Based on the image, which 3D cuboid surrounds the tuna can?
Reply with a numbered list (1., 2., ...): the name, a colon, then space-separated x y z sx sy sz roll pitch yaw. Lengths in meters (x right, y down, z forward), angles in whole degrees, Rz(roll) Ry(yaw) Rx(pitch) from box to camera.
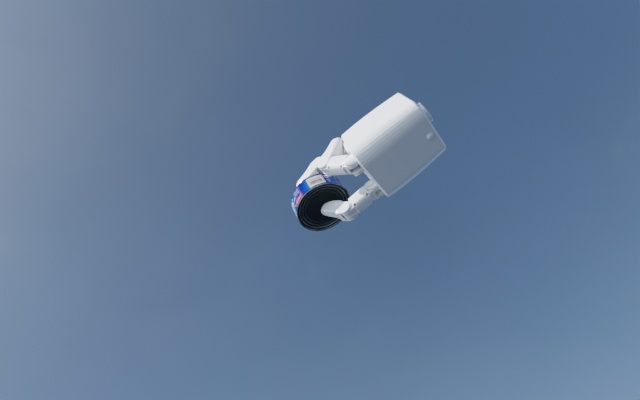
1. tuna can: 0.000 0.002 0.723 0.086 0.086 0.033 0 33 -24
